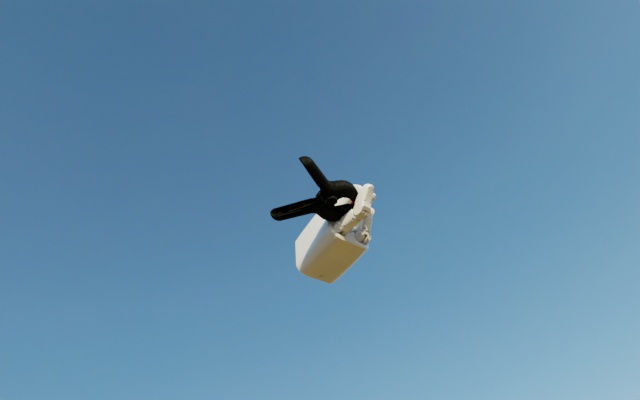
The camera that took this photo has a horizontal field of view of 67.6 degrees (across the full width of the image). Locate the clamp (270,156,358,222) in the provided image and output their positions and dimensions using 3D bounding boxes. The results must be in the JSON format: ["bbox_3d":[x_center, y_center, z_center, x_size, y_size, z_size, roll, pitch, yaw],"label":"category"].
[{"bbox_3d":[0.000,0.002,0.809,0.171,0.120,0.039,25,26,-36],"label":"clamp"}]
